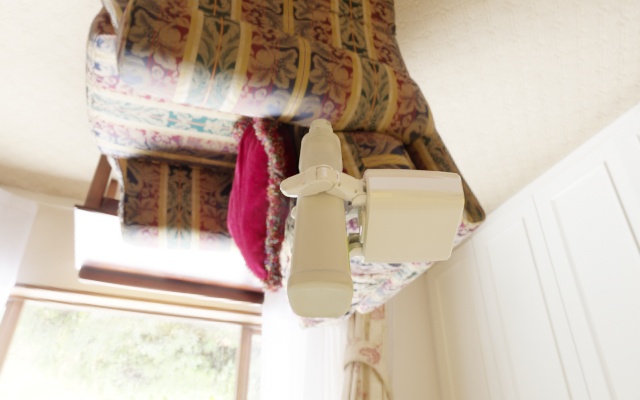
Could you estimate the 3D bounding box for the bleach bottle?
[{"bbox_3d":[0.000,0.002,0.559,0.068,0.250,0.103,0,-33,0],"label":"bleach bottle"}]
